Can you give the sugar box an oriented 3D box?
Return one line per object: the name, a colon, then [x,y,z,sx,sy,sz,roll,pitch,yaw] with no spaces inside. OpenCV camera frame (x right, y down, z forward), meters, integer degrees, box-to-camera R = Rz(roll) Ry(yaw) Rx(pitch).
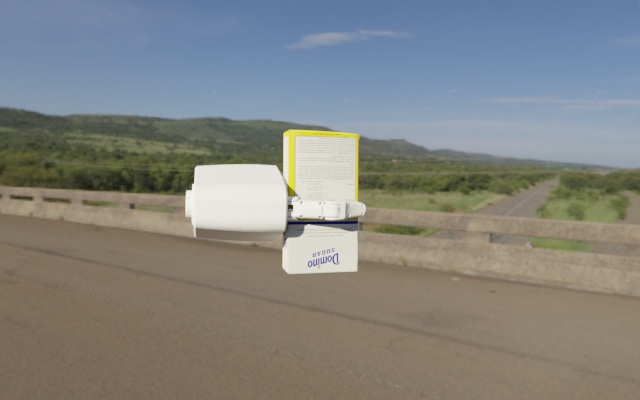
sugar box: [0.000,0.002,0.605,0.093,0.176,0.048,1,5,-15]
